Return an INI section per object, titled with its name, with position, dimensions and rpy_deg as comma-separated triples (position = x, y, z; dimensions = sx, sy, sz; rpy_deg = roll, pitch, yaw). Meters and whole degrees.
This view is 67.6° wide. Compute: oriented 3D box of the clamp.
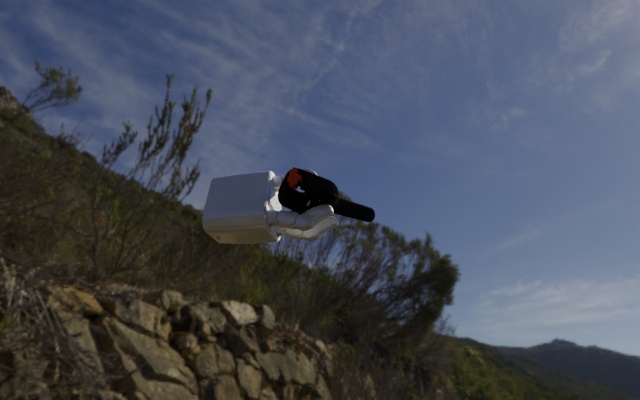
[clamp]
position = 0.000, 0.002, 0.765
dimensions = 0.164, 0.036, 0.210
rpy_deg = -6, -23, 8
